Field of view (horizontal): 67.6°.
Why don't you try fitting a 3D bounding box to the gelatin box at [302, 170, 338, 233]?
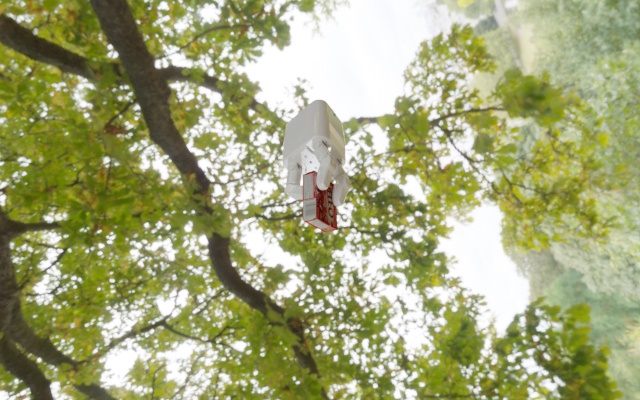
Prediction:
[{"bbox_3d":[0.000,0.003,0.823,0.030,0.089,0.073,-14,-25,27],"label":"gelatin box"}]
